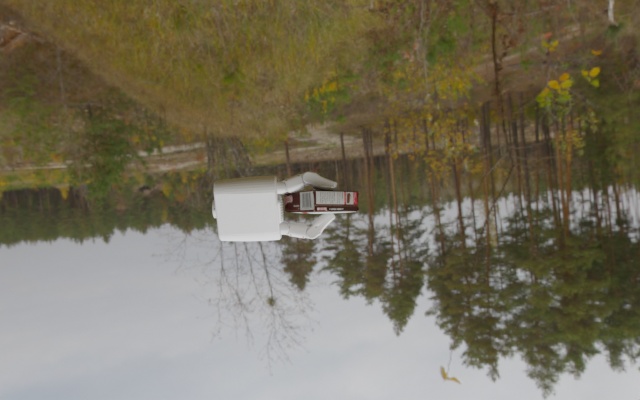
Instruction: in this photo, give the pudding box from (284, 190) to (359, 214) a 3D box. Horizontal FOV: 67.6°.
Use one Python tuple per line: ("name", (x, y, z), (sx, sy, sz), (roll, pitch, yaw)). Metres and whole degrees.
("pudding box", (0.000, 0.003, 0.830), (0.090, 0.039, 0.113), (-1, 0, -29))
